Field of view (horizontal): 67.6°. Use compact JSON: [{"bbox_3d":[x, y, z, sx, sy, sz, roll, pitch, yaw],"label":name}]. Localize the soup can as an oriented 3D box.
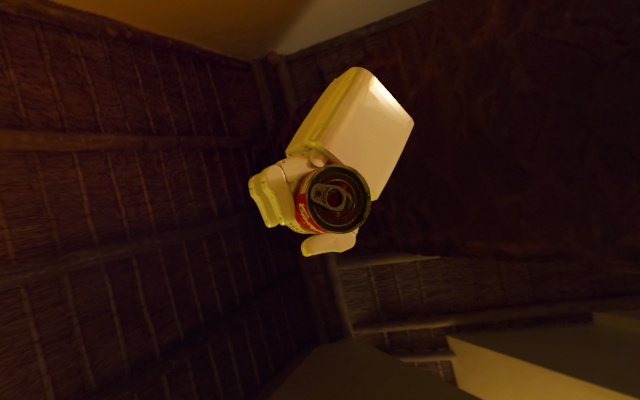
[{"bbox_3d":[0.000,0.002,0.504,0.068,0.068,0.102,0,-4,-21],"label":"soup can"}]
